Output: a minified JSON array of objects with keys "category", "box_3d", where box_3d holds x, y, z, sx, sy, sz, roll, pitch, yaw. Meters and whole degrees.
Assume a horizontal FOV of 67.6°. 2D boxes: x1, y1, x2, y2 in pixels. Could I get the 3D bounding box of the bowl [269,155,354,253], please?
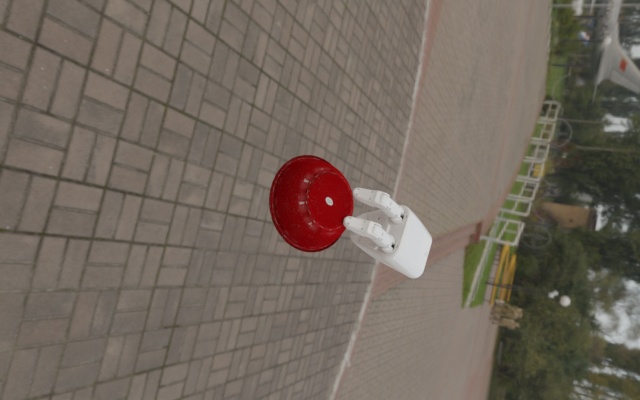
[{"category":"bowl","box_3d":[-0.001,0.002,0.765,0.162,0.162,0.055,0,-5,-36]}]
